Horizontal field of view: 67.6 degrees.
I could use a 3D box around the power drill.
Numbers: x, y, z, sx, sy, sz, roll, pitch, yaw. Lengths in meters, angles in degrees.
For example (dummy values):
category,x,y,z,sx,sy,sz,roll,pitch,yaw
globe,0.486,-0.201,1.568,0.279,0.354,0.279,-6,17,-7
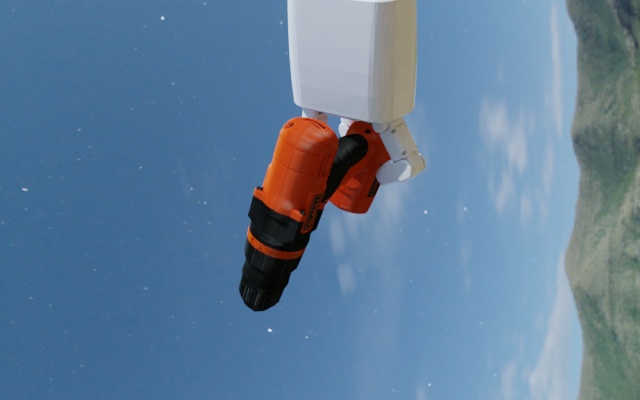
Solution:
category,x,y,z,sx,sy,sz,roll,pitch,yaw
power drill,0.000,0.001,0.458,0.057,0.184,0.187,30,28,16
